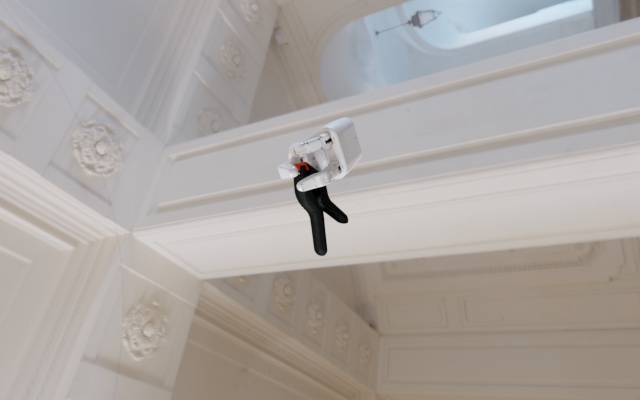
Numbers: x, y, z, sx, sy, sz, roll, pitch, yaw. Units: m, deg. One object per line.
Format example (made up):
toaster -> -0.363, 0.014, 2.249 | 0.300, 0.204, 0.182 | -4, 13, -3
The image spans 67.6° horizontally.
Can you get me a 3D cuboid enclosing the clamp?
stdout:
clamp -> 0.000, 0.003, 0.882 | 0.039, 0.171, 0.120 | -9, 17, 28
